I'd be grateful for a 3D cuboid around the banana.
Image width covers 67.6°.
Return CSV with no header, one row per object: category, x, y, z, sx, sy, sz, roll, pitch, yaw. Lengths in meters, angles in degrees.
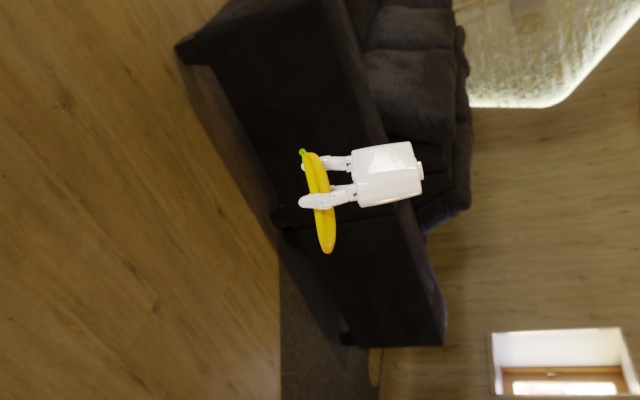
banana,0.001,-0.001,0.847,0.037,0.198,0.069,-12,0,-6
